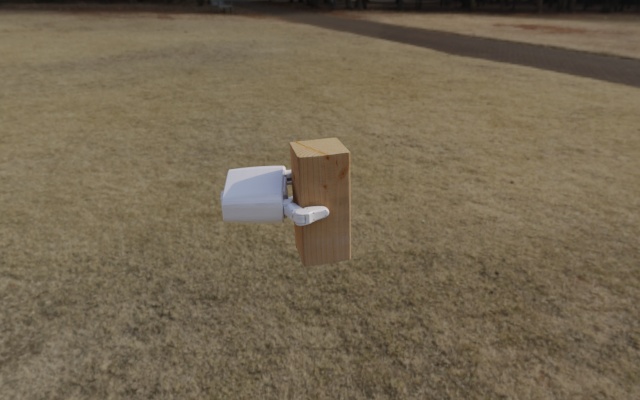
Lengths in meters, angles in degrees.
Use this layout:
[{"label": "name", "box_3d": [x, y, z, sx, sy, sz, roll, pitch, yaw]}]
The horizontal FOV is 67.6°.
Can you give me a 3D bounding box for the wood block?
[{"label": "wood block", "box_3d": [0.000, 0.003, 0.855, 0.090, 0.206, 0.090, -7, 25, -11]}]
